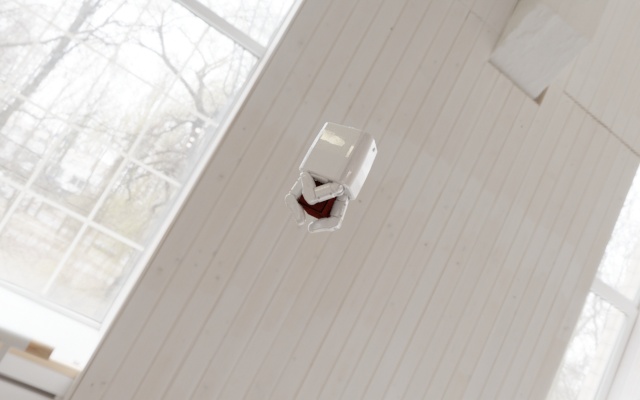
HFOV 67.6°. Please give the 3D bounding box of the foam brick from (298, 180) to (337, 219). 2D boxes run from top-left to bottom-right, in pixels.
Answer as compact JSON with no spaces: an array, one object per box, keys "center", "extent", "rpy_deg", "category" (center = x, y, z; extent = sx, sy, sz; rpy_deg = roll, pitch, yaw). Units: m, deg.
[{"center":[0.000,0.003,0.887],"extent":[0.053,0.051,0.078],"rpy_deg":[24,-11,19],"category":"foam brick"}]
